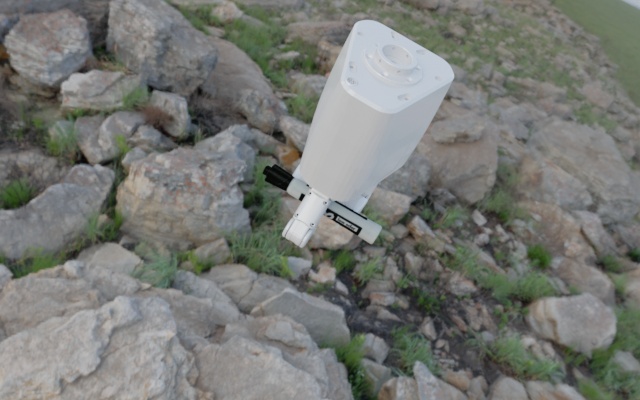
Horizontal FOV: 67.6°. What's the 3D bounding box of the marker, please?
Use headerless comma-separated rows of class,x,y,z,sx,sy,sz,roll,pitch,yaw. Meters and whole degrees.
marker,0.000,0.001,0.441,0.121,0.020,0.020,31,2,4
